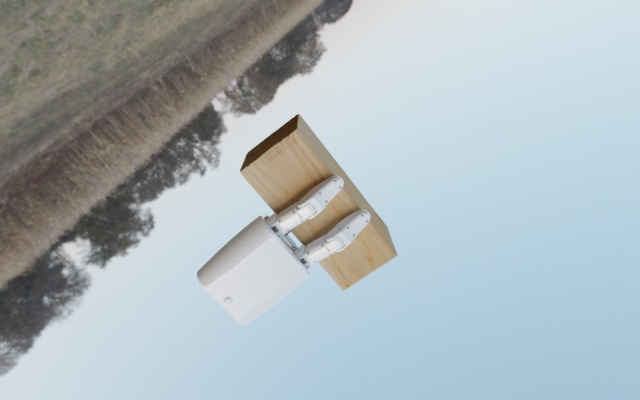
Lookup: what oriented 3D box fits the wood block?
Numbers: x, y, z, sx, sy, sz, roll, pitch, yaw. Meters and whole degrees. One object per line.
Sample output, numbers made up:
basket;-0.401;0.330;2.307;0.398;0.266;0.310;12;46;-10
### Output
wood block;0.000;0.002;0.620;0.090;0.206;0.090;-36;19;11
